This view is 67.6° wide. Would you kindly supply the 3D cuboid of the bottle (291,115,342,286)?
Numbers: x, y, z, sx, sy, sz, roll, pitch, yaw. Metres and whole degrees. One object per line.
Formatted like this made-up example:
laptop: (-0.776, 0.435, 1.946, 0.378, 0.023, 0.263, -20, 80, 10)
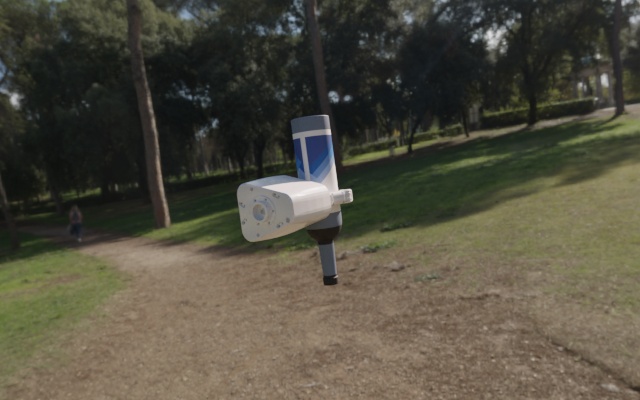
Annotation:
bottle: (0.000, 0.002, 0.840, 0.069, 0.296, 0.069, -7, 4, 1)
